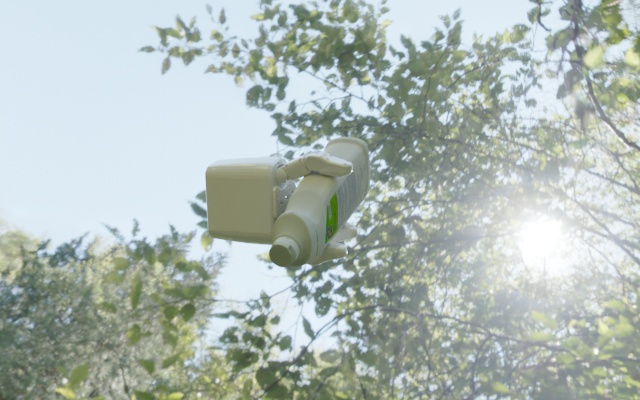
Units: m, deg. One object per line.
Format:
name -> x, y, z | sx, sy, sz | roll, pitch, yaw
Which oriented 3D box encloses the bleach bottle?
bleach bottle -> 0.000, 0.002, 0.620 | 0.068, 0.103, 0.250 | 3, 25, 22
